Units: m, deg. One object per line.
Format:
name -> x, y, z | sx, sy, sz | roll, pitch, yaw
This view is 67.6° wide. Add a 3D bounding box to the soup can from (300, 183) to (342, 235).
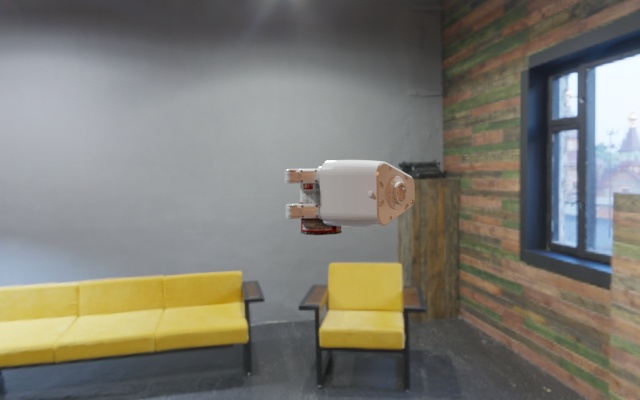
soup can -> 0.000, 0.002, 0.785 | 0.068, 0.102, 0.068 | -1, 3, 0
